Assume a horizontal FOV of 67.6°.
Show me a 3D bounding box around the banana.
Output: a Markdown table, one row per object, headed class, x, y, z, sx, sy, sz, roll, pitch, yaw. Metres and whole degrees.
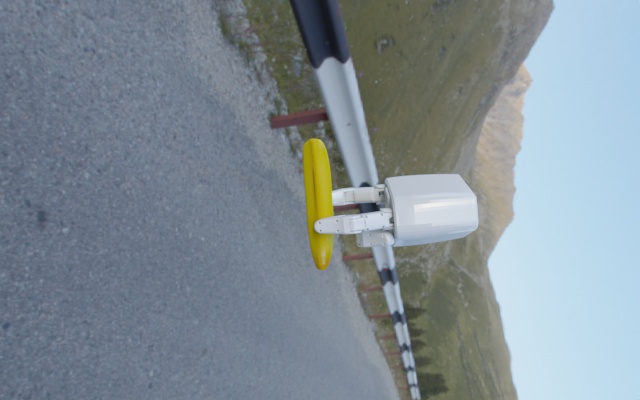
| class | x | y | z | sx | sy | sz | roll | pitch | yaw |
| --- | --- | --- | --- | --- | --- | --- | --- | --- | --- |
| banana | -0.002 | -0.007 | 0.652 | 0.037 | 0.197 | 0.070 | -5 | -20 | 3 |
